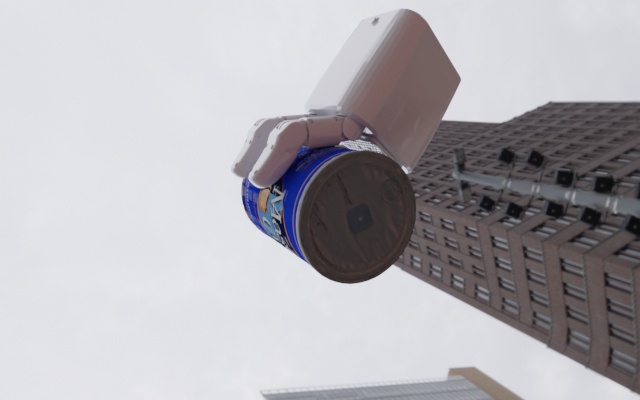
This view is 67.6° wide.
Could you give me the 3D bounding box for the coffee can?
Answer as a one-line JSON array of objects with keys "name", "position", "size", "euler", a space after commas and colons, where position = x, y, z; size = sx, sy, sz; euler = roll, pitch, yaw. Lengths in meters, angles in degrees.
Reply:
[{"name": "coffee can", "position": [0.000, 0.002, 0.418], "size": [0.103, 0.103, 0.140], "euler": [0, 11, -27]}]
